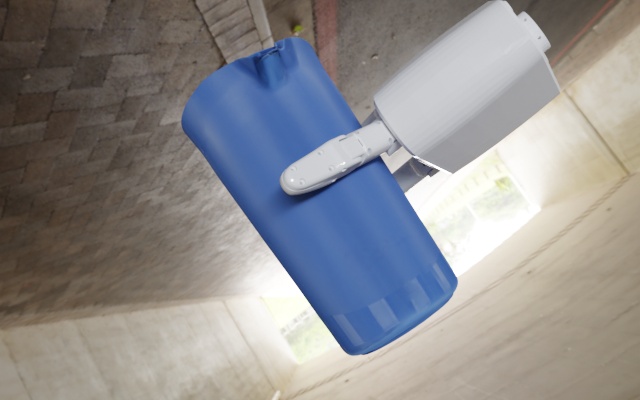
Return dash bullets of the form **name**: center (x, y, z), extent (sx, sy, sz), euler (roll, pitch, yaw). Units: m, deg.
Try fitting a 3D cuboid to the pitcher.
- **pitcher**: center (0.000, 0.001, 0.408), extent (0.145, 0.243, 0.149), euler (-38, -11, 25)
